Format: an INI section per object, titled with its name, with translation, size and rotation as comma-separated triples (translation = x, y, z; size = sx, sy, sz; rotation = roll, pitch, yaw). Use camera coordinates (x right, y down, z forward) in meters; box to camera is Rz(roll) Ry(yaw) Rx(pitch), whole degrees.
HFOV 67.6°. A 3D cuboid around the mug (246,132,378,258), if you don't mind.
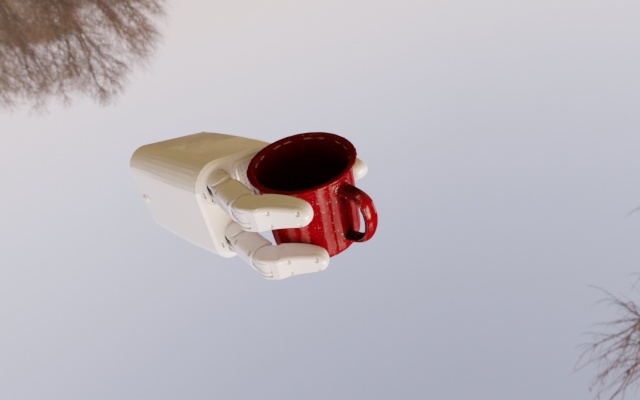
[mug]
translation = 0.001, 0.002, 0.412
size = 0.117, 0.082, 0.093
rotation = 19, 47, 35
